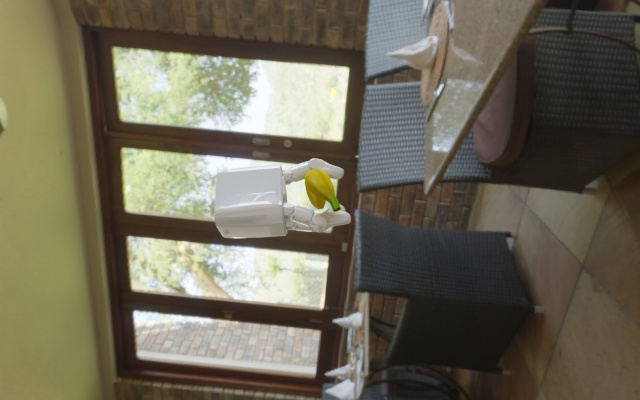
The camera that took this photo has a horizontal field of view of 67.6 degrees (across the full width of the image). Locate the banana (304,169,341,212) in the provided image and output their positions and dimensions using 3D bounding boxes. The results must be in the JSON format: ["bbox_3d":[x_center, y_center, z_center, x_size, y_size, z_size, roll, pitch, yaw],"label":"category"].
[{"bbox_3d":[-0.004,-0.016,0.767,0.037,0.069,0.198,-14,2,-5],"label":"banana"}]
